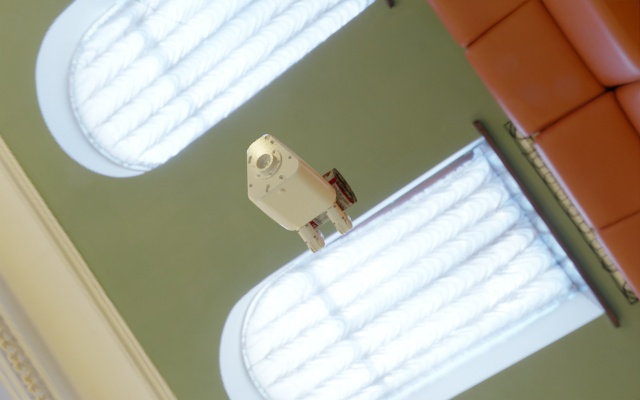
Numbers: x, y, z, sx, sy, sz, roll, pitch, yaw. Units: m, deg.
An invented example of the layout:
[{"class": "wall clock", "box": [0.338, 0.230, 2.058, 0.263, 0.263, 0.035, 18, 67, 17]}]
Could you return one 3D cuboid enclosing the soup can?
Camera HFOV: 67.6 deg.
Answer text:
[{"class": "soup can", "box": [0.000, 0.003, 0.790, 0.102, 0.068, 0.068, -35, -8, 11]}]
